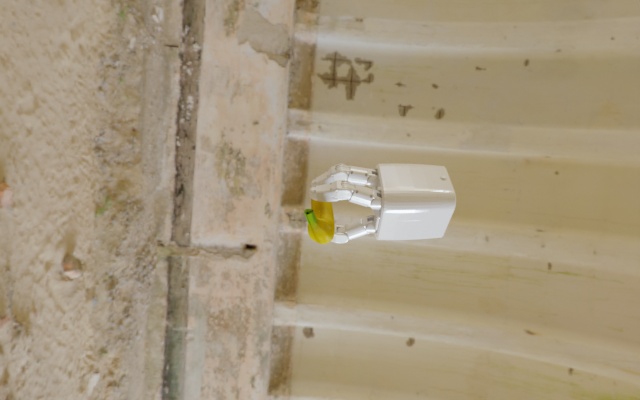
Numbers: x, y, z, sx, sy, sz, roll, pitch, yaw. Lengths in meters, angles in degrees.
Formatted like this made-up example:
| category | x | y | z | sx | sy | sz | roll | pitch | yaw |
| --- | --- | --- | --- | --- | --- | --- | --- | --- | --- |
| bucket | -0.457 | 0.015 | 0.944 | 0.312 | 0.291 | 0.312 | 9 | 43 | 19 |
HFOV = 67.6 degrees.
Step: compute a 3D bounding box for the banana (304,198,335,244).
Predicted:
| category | x | y | z | sx | sy | sz | roll | pitch | yaw |
| --- | --- | --- | --- | --- | --- | --- | --- | --- | --- |
| banana | 0.002 | 0.021 | 0.720 | 0.037 | 0.070 | 0.197 | -5 | 13 | 2 |
